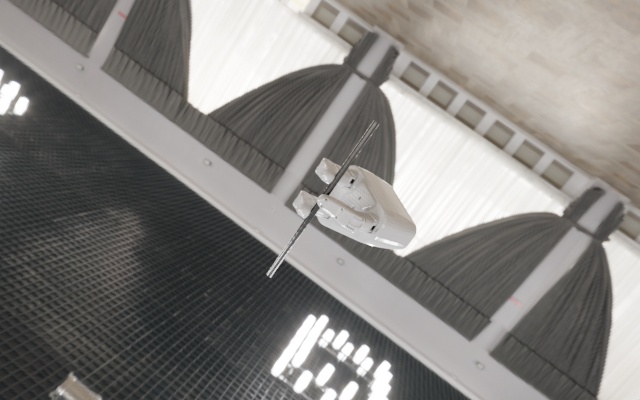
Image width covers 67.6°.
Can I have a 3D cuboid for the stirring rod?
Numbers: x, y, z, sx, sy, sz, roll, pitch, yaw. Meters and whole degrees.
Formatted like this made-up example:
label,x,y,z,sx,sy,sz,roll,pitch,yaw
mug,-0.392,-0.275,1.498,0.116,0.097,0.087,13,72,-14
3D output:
label,x,y,z,sx,sy,sz,roll,pitch,yaw
stirring rod,0.000,0.002,0.601,0.011,0.239,0.011,33,12,-8
